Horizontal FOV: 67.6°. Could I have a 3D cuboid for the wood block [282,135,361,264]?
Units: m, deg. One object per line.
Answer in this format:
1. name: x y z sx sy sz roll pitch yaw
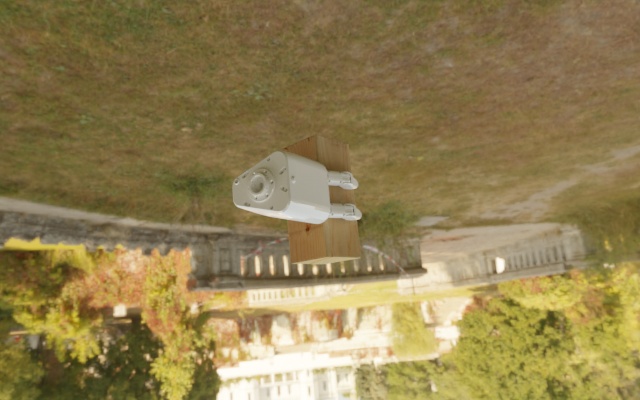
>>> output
1. wood block: 0.000 0.003 0.834 0.091 0.206 0.090 -16 -17 41
